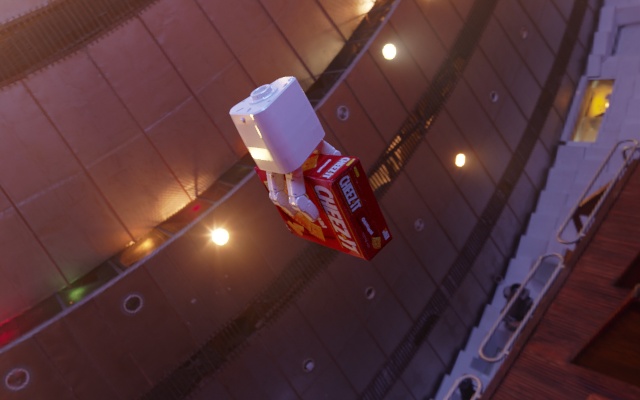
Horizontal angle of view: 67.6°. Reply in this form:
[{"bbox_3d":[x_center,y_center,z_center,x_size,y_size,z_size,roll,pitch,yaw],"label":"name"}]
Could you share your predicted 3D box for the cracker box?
[{"bbox_3d":[0.000,0.003,0.813,0.072,0.164,0.213,-42,32,-25],"label":"cracker box"}]
